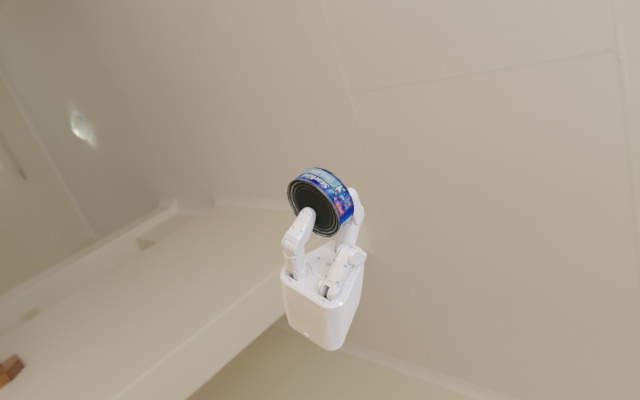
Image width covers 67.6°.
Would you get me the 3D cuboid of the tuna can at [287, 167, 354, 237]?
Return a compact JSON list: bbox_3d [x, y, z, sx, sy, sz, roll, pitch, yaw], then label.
[{"bbox_3d":[0.000,0.002,0.598,0.033,0.086,0.086,-40,24,-32],"label":"tuna can"}]
